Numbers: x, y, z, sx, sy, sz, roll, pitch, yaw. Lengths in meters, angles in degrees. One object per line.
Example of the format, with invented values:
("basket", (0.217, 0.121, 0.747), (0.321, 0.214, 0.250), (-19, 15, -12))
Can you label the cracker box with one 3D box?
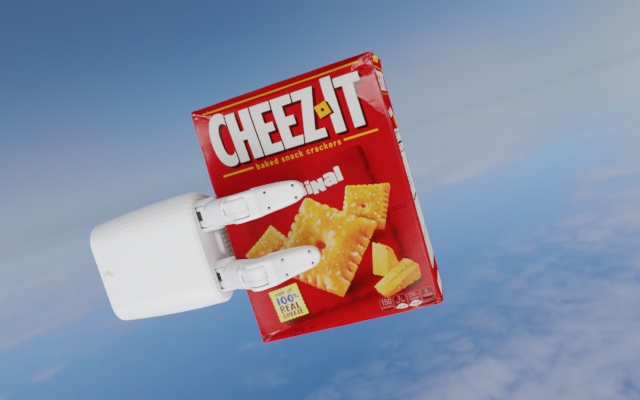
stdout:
("cracker box", (0.000, 0.002, 0.420), (0.164, 0.214, 0.072), (-15, 6, 14))
